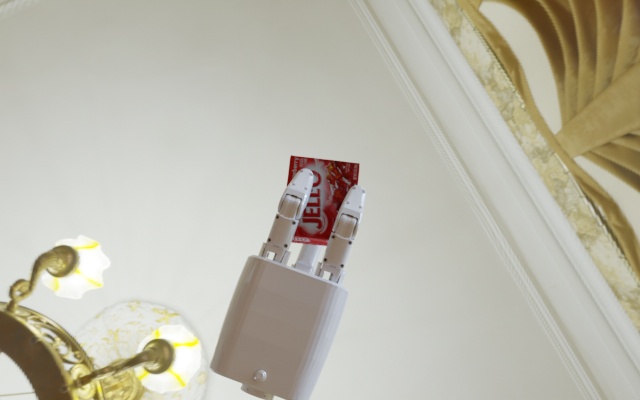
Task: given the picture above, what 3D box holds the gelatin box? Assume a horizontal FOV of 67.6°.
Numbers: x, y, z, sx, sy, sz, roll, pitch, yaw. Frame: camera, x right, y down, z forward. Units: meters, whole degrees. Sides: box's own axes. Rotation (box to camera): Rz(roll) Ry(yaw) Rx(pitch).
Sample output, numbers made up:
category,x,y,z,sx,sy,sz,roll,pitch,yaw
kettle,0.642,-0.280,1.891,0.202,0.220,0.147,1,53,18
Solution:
category,x,y,z,sx,sy,sz,roll,pitch,yaw
gelatin box,0.000,0.001,0.489,0.073,0.089,0.030,7,-21,-1
